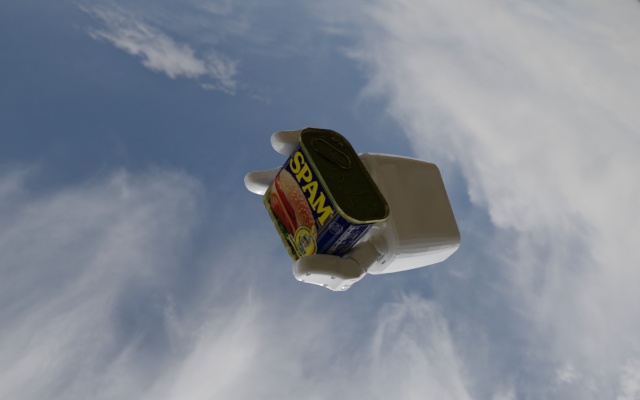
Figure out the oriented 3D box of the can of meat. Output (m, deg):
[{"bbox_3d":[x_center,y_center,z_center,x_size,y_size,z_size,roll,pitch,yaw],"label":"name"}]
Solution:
[{"bbox_3d":[0.000,0.002,0.425,0.057,0.102,0.084,-4,-36,-41],"label":"can of meat"}]
